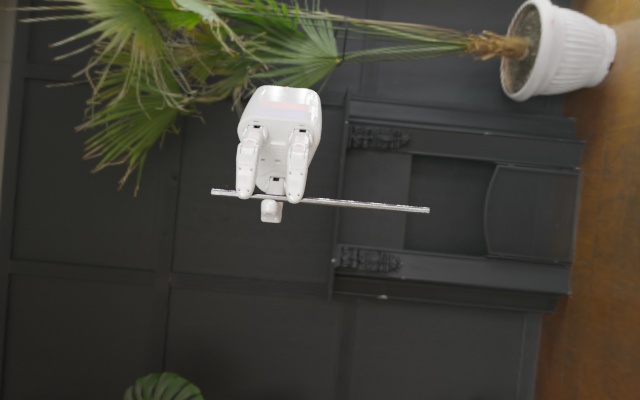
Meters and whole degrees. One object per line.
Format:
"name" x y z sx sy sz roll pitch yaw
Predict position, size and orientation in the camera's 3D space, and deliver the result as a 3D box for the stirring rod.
"stirring rod" 0.000 0.002 0.528 0.239 0.011 0.011 5 0 -1
